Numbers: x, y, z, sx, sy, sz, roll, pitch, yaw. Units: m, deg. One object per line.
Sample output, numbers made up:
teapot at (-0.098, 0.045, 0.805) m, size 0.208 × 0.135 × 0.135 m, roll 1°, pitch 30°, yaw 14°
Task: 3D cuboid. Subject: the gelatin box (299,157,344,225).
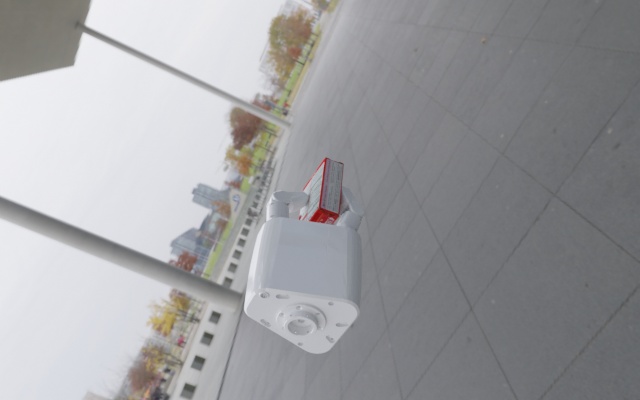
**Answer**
gelatin box at (0.000, 0.002, 0.606) m, size 0.030 × 0.089 × 0.073 m, roll 19°, pitch -41°, yaw -16°
